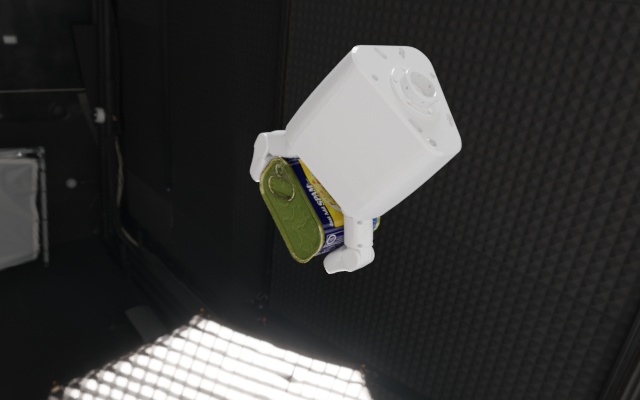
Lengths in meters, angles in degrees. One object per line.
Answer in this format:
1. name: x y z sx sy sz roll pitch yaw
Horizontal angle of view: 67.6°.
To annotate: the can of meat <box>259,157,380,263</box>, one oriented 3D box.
1. can of meat: 0.000 0.002 0.481 0.084 0.102 0.057 -14 -22 -39
